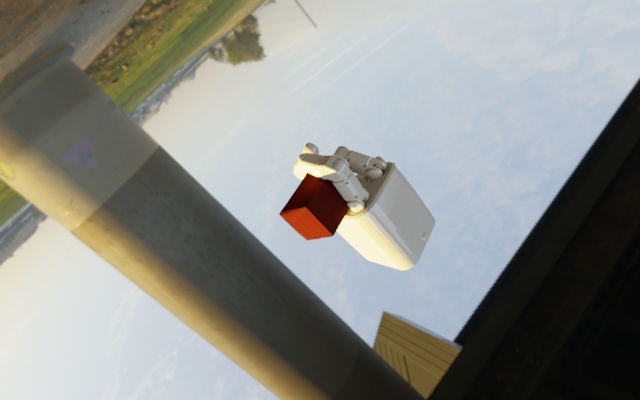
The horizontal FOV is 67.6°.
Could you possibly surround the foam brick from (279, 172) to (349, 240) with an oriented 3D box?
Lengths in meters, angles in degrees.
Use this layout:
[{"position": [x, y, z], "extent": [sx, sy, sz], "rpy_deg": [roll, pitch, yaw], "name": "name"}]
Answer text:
[{"position": [0.000, 0.002, 0.570], "extent": [0.053, 0.078, 0.051], "rpy_deg": [-13, -54, 49], "name": "foam brick"}]
